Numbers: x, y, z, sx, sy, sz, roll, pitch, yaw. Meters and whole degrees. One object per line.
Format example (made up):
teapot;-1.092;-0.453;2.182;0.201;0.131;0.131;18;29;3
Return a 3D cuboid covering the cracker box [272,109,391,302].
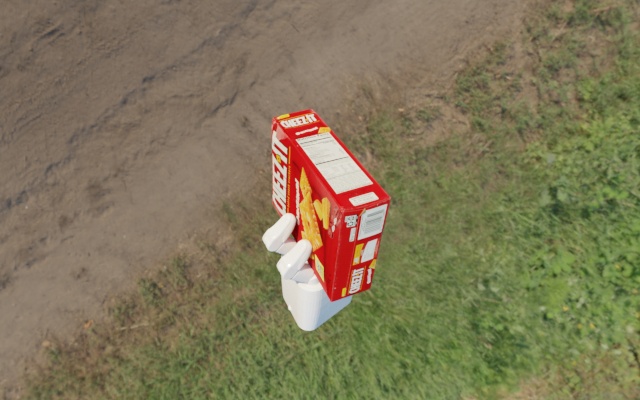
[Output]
cracker box;0.000;0.002;0.650;0.072;0.164;0.213;-15;45;-22
